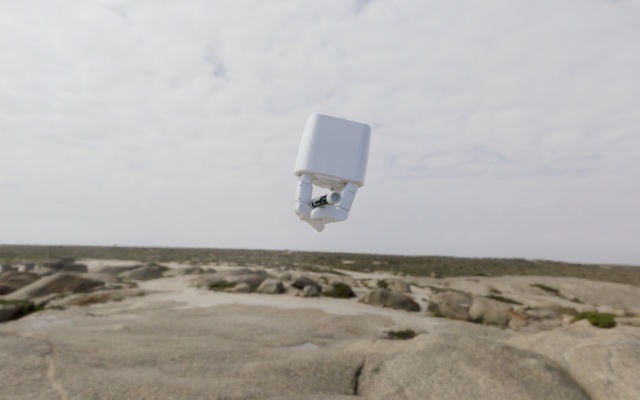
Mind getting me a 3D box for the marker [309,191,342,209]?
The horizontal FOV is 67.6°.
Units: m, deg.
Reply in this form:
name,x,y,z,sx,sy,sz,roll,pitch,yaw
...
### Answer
name,x,y,z,sx,sy,sz,roll,pitch,yaw
marker,0.000,0.003,0.758,0.020,0.020,0.121,0,-7,-22
